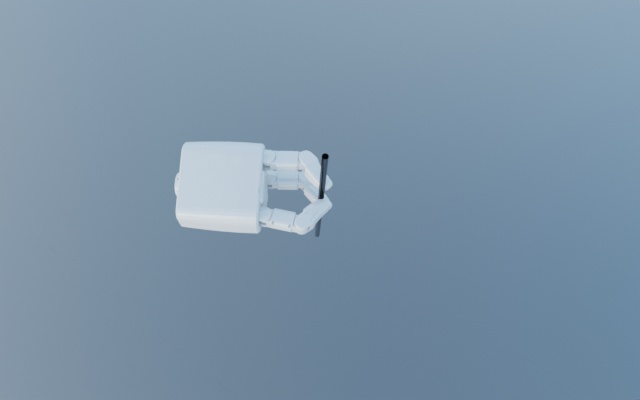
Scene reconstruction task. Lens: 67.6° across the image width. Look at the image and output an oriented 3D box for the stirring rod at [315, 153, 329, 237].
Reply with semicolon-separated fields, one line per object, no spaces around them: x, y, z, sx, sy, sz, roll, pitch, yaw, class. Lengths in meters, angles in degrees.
0.000;0.002;0.647;0.011;0.011;0.240;0;-26;-3;stirring rod
